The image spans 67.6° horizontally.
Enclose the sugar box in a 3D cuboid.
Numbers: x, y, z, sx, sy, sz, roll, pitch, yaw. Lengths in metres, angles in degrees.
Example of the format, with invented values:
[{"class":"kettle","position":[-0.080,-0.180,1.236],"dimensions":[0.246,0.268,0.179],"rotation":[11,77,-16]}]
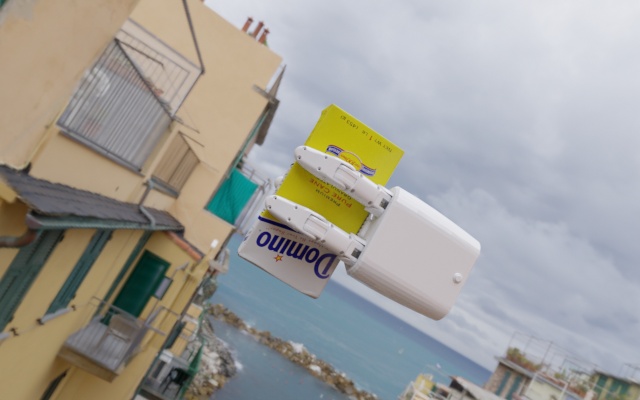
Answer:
[{"class":"sugar box","position":[0.000,0.002,0.486],"dimensions":[0.093,0.176,0.048],"rotation":[31,-7,-9]}]
